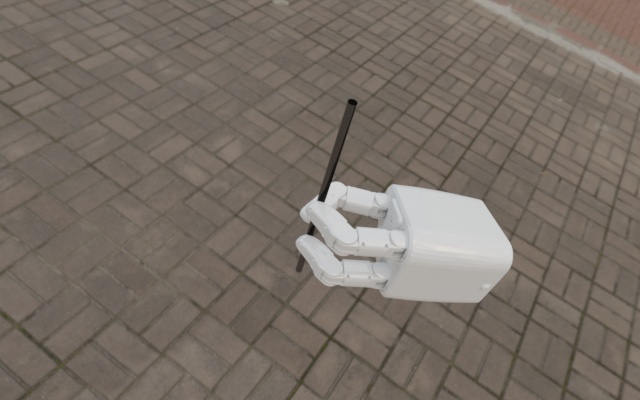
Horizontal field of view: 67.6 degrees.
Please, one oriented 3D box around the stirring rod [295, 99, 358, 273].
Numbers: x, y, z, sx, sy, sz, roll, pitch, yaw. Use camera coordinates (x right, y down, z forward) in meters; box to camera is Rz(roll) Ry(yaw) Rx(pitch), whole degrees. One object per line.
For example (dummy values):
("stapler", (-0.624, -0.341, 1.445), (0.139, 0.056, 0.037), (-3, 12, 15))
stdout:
("stirring rod", (0.000, 0.002, 0.457), (0.011, 0.011, 0.240), (0, -40, -16))
